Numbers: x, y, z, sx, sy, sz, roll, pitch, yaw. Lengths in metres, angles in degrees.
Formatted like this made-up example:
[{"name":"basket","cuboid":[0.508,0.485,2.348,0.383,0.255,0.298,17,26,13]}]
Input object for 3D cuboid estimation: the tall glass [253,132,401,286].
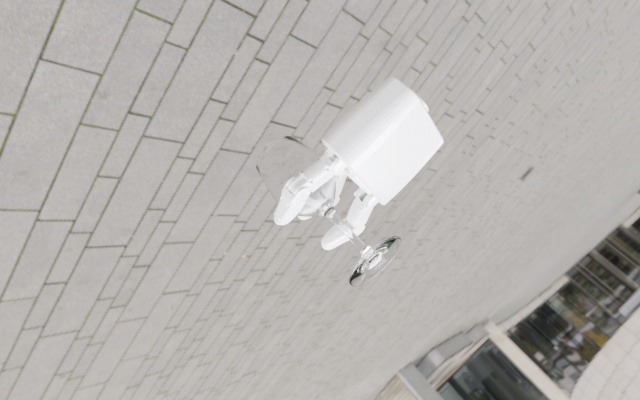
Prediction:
[{"name":"tall glass","cuboid":[0.000,0.002,0.561,0.201,0.079,0.079,47,26,27]}]
